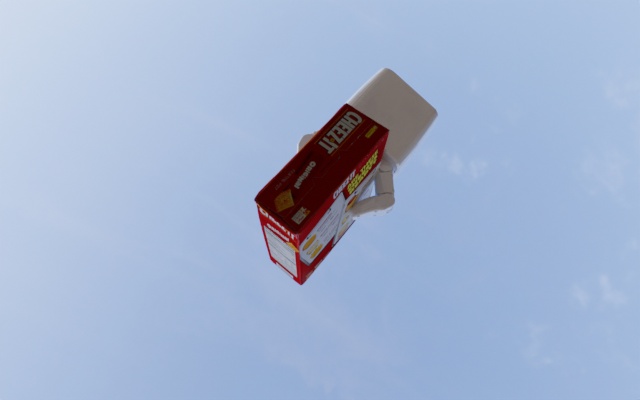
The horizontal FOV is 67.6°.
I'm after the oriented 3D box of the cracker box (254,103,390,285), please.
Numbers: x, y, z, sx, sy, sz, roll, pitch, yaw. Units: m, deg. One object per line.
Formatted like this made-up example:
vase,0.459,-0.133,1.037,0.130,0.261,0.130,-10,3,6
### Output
cracker box,0.000,0.002,0.611,0.072,0.164,0.214,36,-20,14
